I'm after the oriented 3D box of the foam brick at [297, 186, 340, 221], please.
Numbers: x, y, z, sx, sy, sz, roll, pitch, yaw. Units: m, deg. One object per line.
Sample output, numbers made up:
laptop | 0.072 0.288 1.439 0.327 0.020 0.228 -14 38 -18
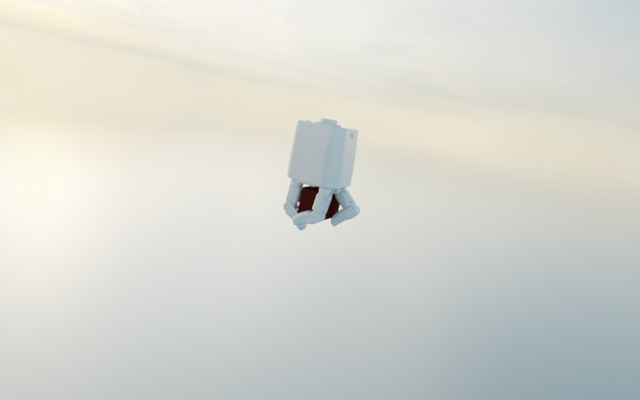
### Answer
foam brick | 0.000 0.003 0.886 0.053 0.051 0.078 16 12 21
